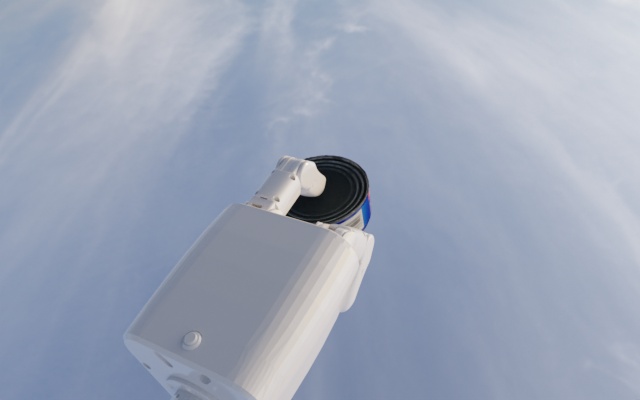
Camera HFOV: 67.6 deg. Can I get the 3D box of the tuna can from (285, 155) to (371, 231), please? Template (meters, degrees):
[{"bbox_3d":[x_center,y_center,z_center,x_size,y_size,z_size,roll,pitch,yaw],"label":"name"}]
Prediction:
[{"bbox_3d":[0.000,0.002,0.406,0.086,0.034,0.086,-7,43,7],"label":"tuna can"}]
